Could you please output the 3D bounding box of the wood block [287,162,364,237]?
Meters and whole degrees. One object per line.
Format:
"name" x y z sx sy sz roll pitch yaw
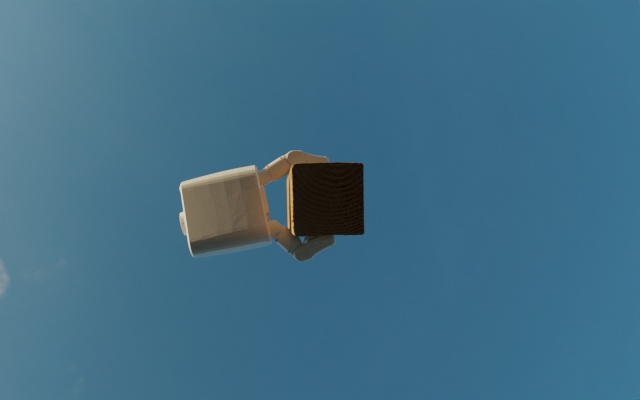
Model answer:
"wood block" 0.000 0.002 0.679 0.090 0.091 0.206 -1 -2 -6
